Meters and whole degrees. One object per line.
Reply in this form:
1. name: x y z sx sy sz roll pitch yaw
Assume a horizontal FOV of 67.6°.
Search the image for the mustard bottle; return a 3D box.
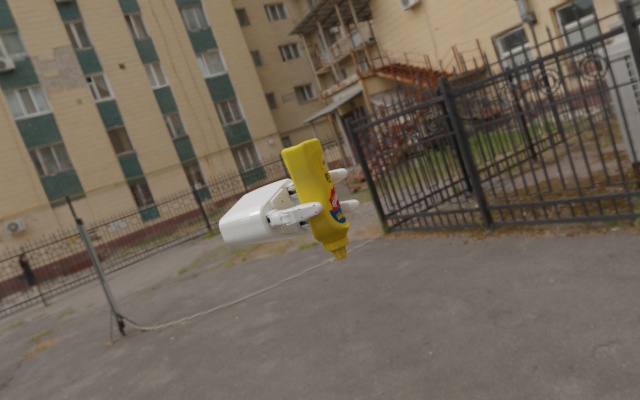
1. mustard bottle: 0.000 0.002 0.743 0.058 0.191 0.096 -19 6 13
